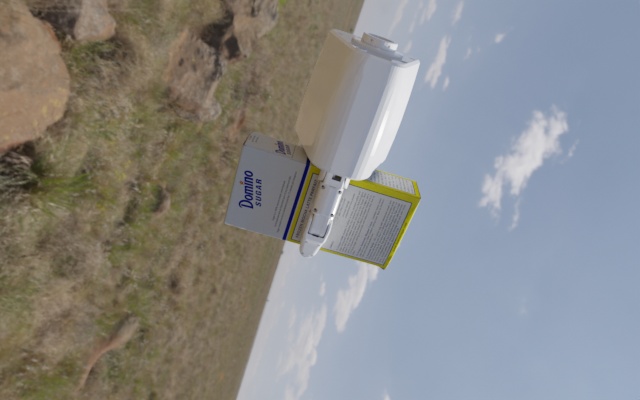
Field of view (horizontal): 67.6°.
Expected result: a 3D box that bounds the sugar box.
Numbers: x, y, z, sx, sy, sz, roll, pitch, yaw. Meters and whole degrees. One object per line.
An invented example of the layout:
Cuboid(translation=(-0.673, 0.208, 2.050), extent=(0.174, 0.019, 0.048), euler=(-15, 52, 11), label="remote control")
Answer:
Cuboid(translation=(0.000, 0.001, 0.482), extent=(0.176, 0.093, 0.048), euler=(18, 27, -4), label="sugar box")
